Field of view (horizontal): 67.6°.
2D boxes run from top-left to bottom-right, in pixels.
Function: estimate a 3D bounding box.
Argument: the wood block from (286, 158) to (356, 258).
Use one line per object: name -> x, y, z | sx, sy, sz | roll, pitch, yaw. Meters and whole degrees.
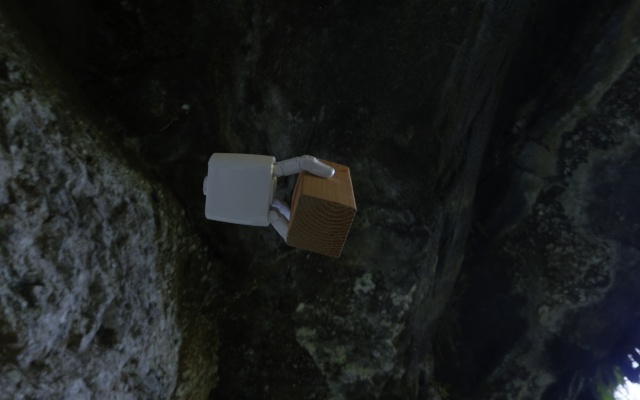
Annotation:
wood block -> 0.000, 0.002, 0.821 | 0.090, 0.091, 0.206 | 15, 21, -6
